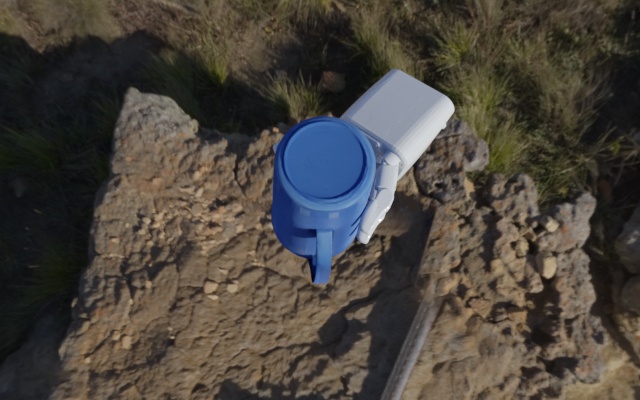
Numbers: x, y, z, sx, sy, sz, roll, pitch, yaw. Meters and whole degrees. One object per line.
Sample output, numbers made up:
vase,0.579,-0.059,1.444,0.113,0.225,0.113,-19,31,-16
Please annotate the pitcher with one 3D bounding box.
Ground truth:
pitcher,0.000,0.002,0.606,0.149,0.145,0.243,43,-13,9
